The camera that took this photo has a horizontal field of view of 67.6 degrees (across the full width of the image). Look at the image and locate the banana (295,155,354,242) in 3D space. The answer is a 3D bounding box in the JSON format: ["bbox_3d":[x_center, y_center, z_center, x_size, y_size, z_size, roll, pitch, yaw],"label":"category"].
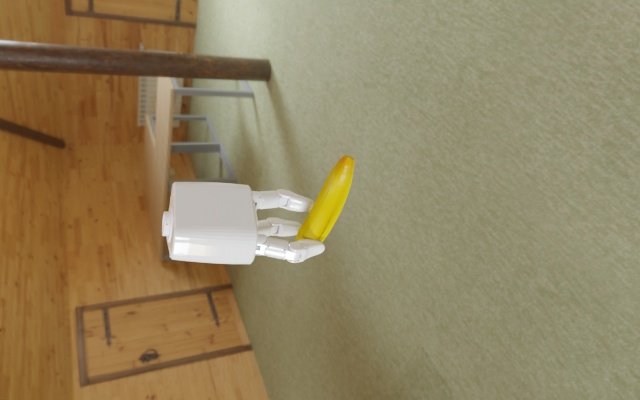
[{"bbox_3d":[-0.001,0.019,0.677,0.037,0.069,0.198,13,-39,-17],"label":"banana"}]
